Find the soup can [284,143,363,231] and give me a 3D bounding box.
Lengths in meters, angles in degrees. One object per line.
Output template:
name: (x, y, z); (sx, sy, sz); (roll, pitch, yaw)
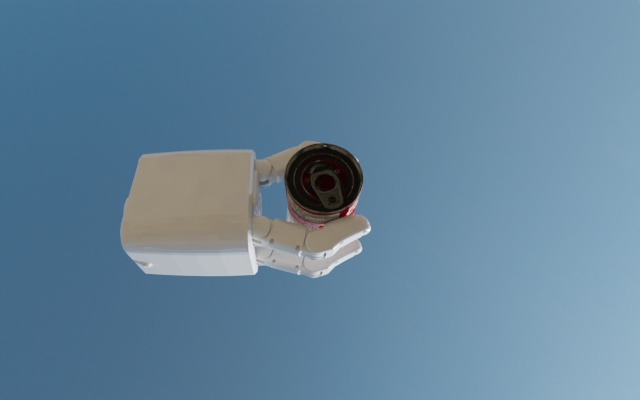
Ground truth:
soup can: (0.001, 0.001, 0.453); (0.068, 0.068, 0.102); (0, -25, -4)
